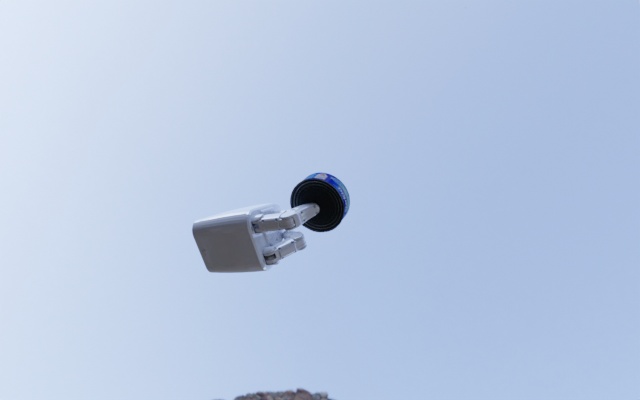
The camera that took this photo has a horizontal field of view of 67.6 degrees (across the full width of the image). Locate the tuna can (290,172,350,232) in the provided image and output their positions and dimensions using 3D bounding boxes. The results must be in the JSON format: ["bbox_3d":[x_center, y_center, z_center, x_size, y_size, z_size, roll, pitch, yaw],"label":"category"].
[{"bbox_3d":[0.000,0.002,0.714,0.086,0.086,0.033,0,22,23],"label":"tuna can"}]
